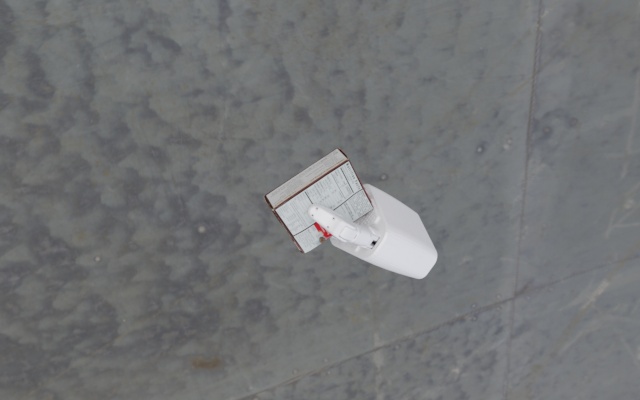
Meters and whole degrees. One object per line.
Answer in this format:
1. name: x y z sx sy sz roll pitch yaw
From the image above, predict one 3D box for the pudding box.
1. pudding box: 0.000 0.002 0.595 0.113 0.090 0.039 -34 37 -5
